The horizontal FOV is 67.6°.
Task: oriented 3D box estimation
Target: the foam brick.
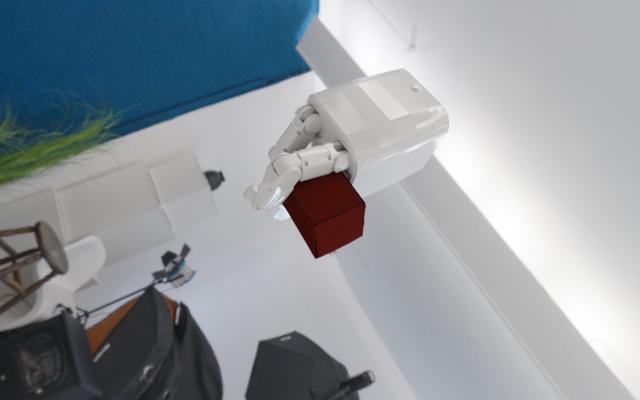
[{"bbox_3d":[0.000,0.002,0.435,0.051,0.078,0.053,-22,-35,-16],"label":"foam brick"}]
